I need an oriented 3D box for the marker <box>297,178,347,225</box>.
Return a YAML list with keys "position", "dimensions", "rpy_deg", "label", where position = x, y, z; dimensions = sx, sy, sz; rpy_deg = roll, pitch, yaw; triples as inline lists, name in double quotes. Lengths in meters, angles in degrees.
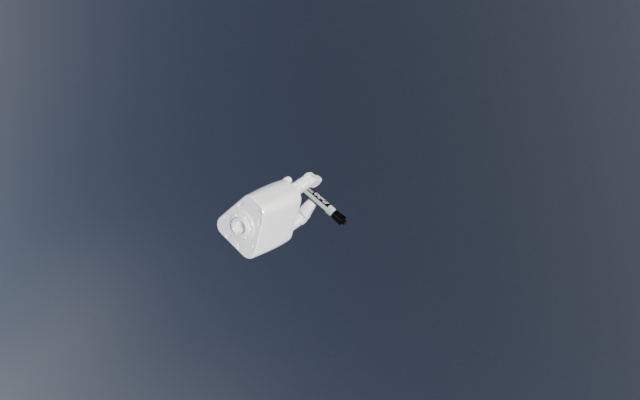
- position: [0.000, 0.003, 0.876]
  dimensions: [0.121, 0.020, 0.020]
  rpy_deg: [41, 12, 15]
  label: "marker"
